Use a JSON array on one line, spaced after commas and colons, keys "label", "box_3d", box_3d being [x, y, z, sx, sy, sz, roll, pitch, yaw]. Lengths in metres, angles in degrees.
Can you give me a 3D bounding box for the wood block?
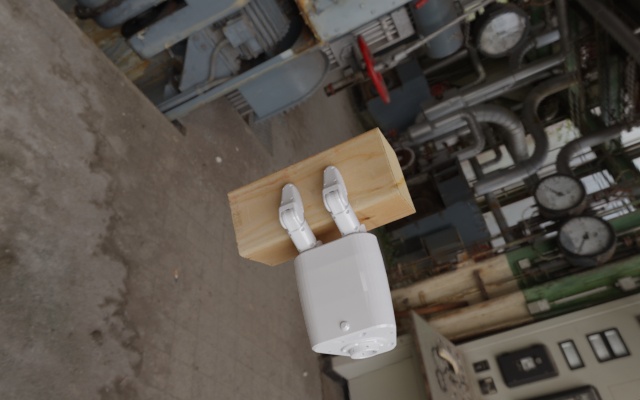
[{"label": "wood block", "box_3d": [0.000, 0.002, 0.598, 0.206, 0.090, 0.091, -22, -23, 16]}]
